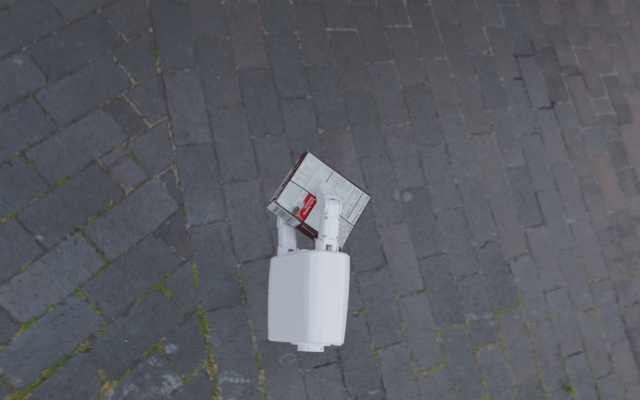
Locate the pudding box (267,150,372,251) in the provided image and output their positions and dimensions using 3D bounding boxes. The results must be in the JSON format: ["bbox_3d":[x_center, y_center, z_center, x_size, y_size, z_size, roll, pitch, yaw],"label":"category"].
[{"bbox_3d":[0.000,0.002,0.637,0.113,0.090,0.039,36,-23,-10],"label":"pudding box"}]
